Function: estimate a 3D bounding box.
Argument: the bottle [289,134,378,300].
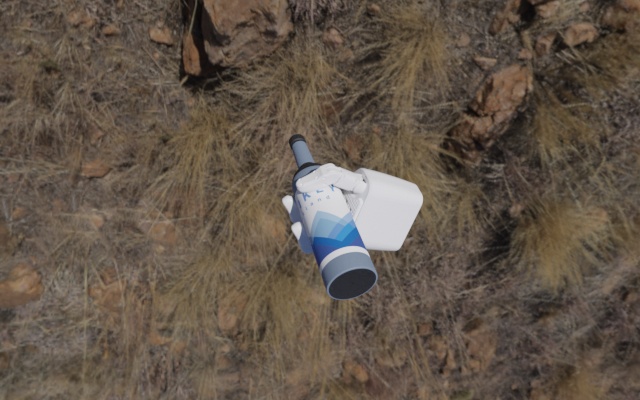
[{"bbox_3d":[0.000,0.002,0.687,0.069,0.069,0.295,0,44,-22],"label":"bottle"}]
